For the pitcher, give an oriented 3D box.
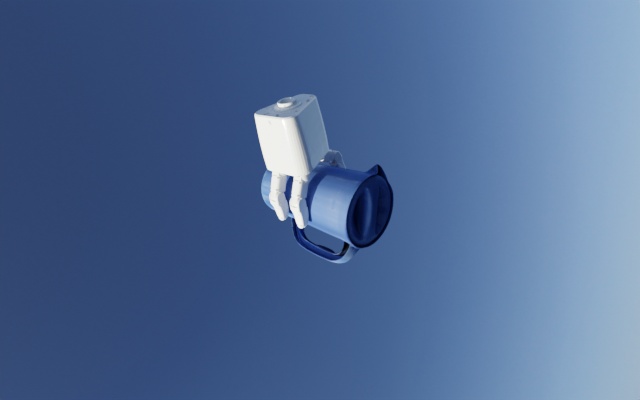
[{"bbox_3d":[0.000,0.003,0.894,0.243,0.145,0.149,17,41,40],"label":"pitcher"}]
